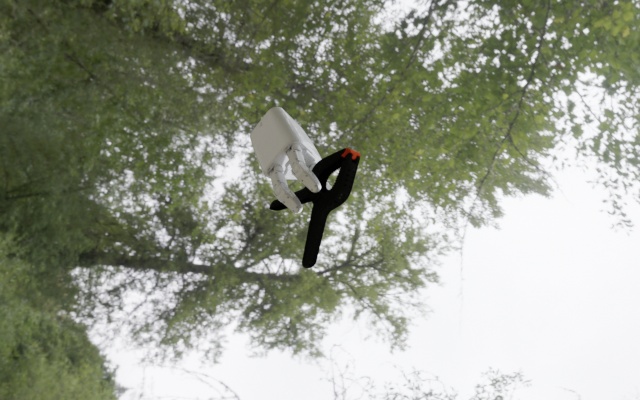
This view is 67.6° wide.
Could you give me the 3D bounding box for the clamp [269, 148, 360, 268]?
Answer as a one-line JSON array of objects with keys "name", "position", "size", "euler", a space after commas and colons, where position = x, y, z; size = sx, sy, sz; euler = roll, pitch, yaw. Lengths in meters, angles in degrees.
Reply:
[{"name": "clamp", "position": [0.001, 0.002, 0.826], "size": [0.036, 0.164, 0.210], "euler": [15, -53, -45]}]
